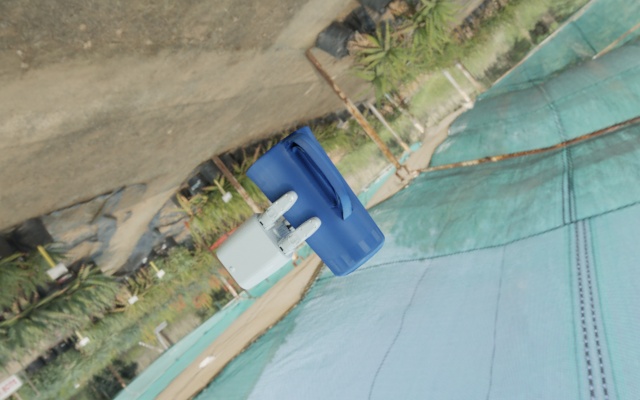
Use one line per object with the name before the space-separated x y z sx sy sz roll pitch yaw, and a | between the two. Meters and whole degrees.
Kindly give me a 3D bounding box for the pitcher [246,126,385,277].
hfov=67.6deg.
pitcher | 0.000 0.003 0.800 0.145 0.243 0.149 -39 -1 19
